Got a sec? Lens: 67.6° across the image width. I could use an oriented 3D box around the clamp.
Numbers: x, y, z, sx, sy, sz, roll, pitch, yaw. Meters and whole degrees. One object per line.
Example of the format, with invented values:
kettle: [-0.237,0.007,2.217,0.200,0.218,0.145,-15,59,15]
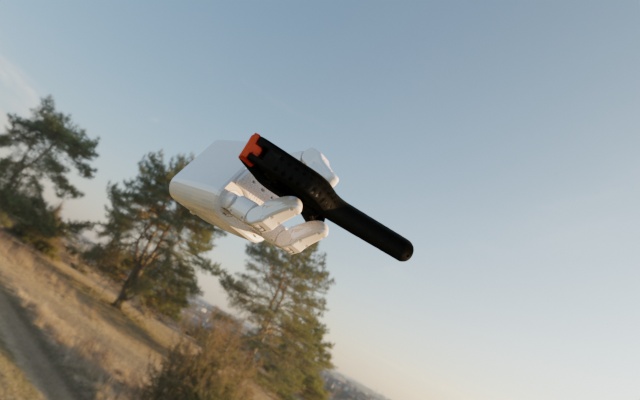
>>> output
clamp: [0.000,0.001,0.513,0.164,0.036,0.210,16,-19,41]
